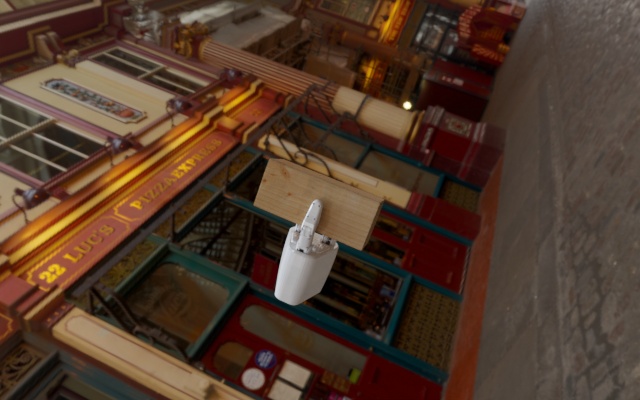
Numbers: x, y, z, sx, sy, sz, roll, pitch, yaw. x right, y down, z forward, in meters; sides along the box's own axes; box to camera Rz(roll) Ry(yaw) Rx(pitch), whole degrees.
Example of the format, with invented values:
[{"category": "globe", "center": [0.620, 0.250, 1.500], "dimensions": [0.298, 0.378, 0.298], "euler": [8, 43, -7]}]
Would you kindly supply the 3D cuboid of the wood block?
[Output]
[{"category": "wood block", "center": [0.000, 0.003, 0.853], "dimensions": [0.206, 0.090, 0.091], "euler": [22, 9, 10]}]
